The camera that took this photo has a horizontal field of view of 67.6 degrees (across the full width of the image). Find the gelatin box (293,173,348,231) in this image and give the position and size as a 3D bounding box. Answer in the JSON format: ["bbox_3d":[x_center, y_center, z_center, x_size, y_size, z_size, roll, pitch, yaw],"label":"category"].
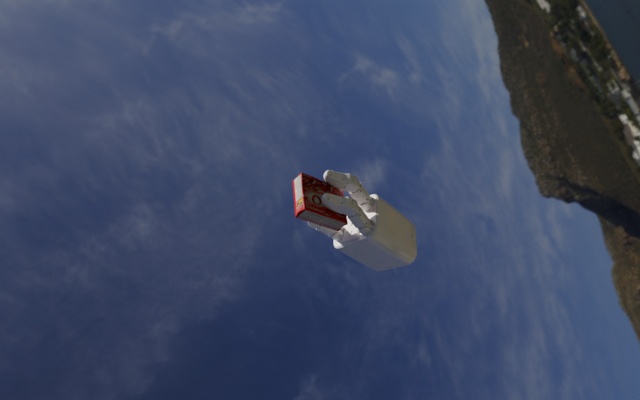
[{"bbox_3d":[0.000,0.003,0.774,0.089,0.073,0.030,20,-42,-32],"label":"gelatin box"}]
